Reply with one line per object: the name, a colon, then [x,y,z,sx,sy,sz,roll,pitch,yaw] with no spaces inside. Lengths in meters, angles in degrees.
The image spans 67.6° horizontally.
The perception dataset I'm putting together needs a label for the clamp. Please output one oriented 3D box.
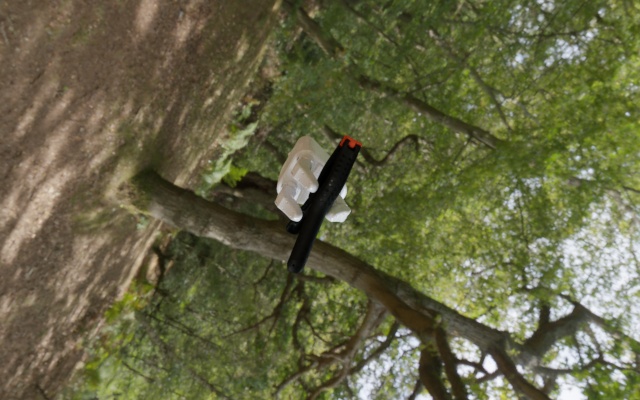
clamp: [0.001,0.002,0.725,0.036,0.210,0.164,26,21,-13]
